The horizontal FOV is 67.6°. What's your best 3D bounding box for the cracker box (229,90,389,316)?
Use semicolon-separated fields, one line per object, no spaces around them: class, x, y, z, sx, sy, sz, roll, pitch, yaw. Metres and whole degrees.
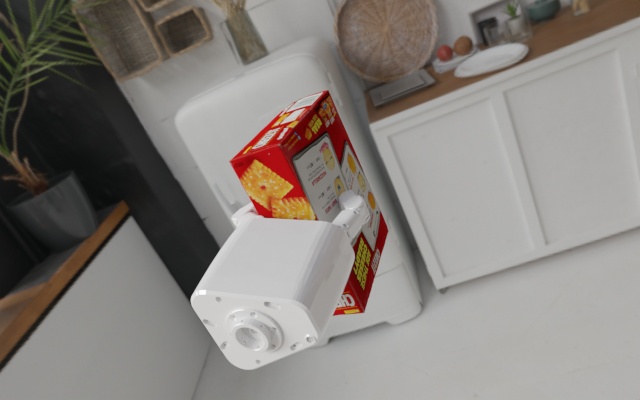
cracker box;0.000;0.002;0.560;0.072;0.214;0.164;-14;26;26
